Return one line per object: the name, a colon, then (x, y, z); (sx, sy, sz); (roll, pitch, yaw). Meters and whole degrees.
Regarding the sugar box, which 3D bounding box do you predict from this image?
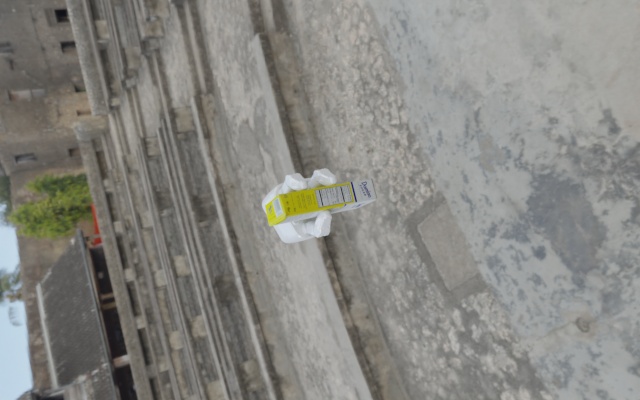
sugar box: (0.000, 0.002, 0.840); (0.176, 0.048, 0.093); (-13, -7, -24)
